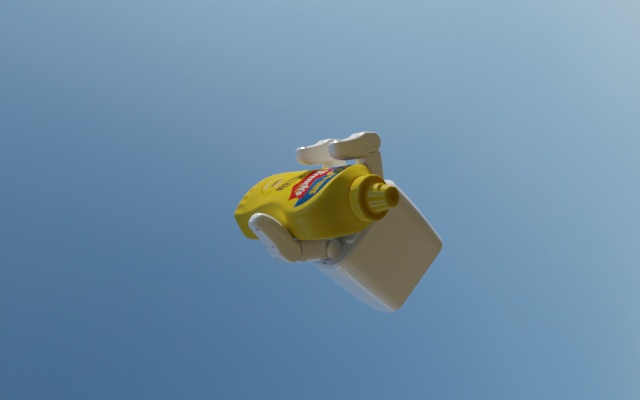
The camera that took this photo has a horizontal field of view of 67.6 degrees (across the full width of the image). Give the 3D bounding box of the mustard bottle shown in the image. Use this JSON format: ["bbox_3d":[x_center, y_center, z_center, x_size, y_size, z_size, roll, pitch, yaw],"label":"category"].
[{"bbox_3d":[0.000,0.001,0.470,0.096,0.058,0.191,-37,21,-34],"label":"mustard bottle"}]
